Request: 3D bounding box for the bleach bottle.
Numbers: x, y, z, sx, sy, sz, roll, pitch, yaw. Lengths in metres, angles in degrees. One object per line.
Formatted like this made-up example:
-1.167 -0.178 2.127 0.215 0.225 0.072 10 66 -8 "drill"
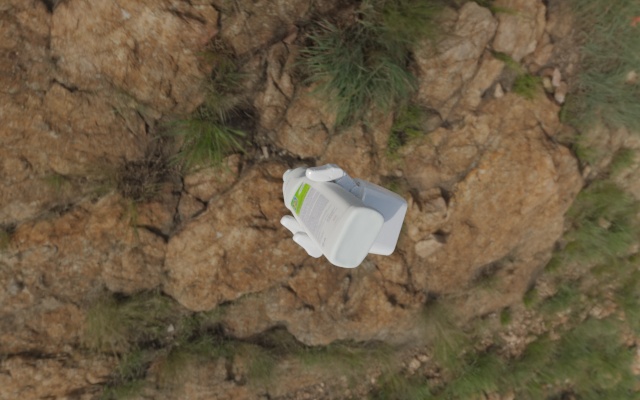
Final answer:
0.000 0.003 0.778 0.068 0.102 0.250 17 17 -34 "bleach bottle"
